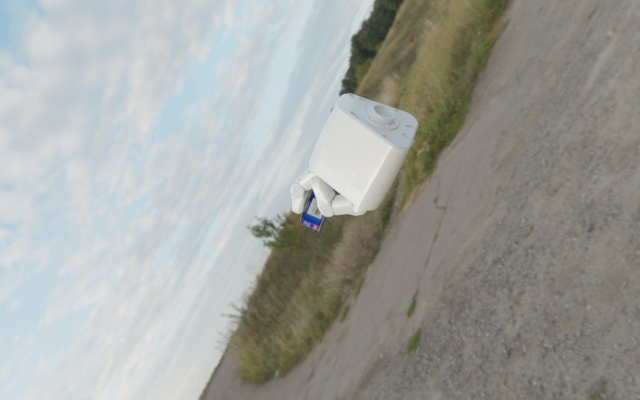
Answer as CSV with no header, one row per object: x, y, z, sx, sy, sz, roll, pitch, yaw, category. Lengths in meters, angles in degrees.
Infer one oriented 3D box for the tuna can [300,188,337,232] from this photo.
0.000,0.002,0.729,0.034,0.086,0.086,23,1,2,tuna can
